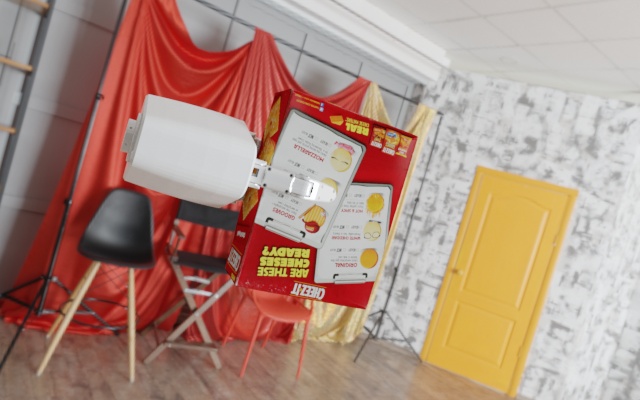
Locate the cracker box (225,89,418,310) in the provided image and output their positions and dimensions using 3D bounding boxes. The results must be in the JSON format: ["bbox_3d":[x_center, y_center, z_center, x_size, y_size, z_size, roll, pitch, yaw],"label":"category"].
[{"bbox_3d":[0.000,0.002,0.549,0.164,0.213,0.072,16,3,-23],"label":"cracker box"}]
